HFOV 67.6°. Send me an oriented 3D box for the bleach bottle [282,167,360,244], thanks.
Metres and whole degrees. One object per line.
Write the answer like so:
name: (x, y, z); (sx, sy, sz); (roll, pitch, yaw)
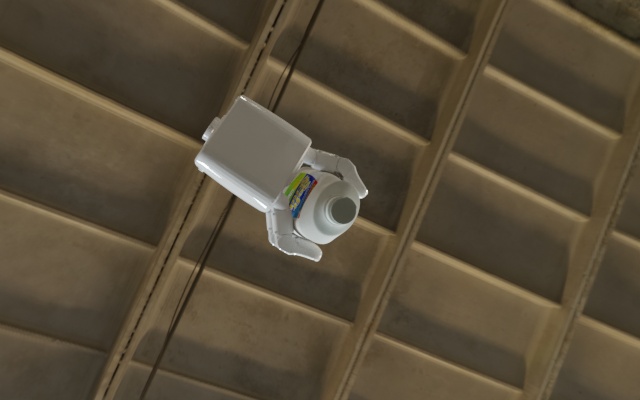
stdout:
bleach bottle: (0.000, 0.002, 0.615); (0.068, 0.102, 0.251); (34, -7, -11)
